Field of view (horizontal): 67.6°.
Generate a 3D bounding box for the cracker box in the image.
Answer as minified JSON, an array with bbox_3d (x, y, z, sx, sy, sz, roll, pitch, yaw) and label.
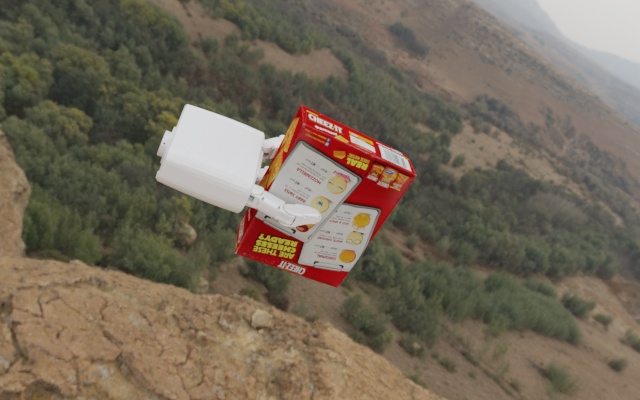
[{"bbox_3d":[0.000,0.002,0.650,0.164,0.214,0.072,22,29,-17],"label":"cracker box"}]
